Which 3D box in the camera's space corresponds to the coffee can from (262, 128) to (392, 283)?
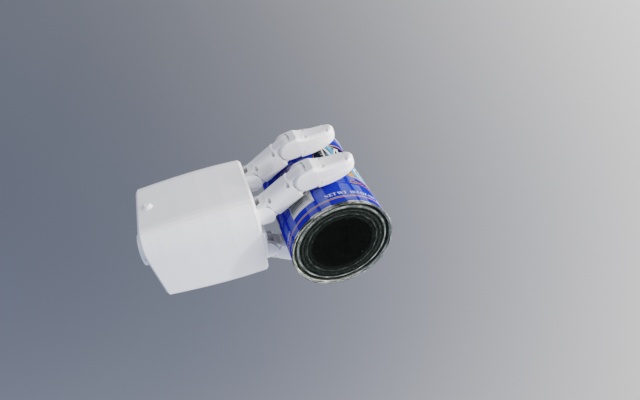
[{"bbox_3d":[0.000,0.002,0.506,0.103,0.103,0.140,0,36,-23],"label":"coffee can"}]
